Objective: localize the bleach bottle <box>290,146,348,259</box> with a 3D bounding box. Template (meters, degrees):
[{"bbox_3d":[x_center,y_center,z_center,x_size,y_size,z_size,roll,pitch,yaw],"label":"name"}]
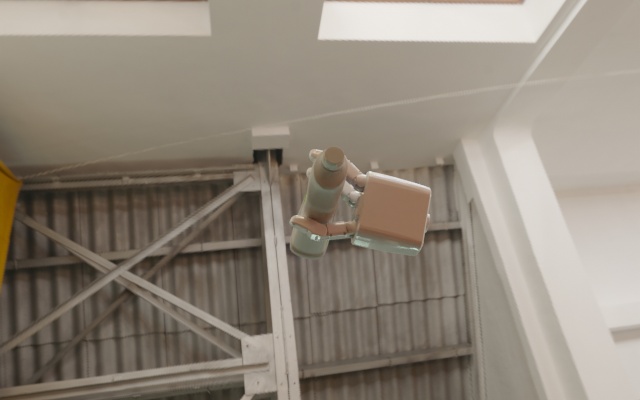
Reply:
[{"bbox_3d":[0.000,0.002,0.765,0.068,0.102,0.251,14,-29,-2],"label":"bleach bottle"}]
